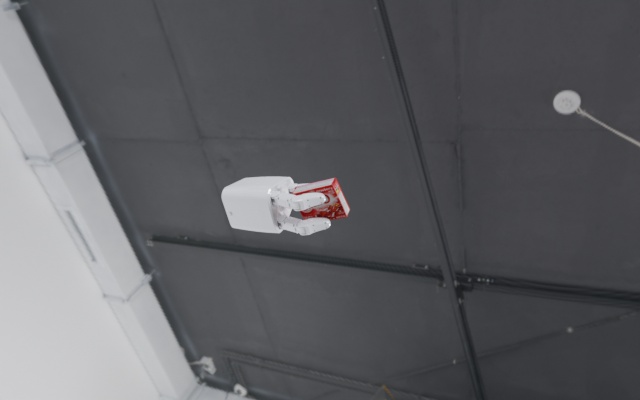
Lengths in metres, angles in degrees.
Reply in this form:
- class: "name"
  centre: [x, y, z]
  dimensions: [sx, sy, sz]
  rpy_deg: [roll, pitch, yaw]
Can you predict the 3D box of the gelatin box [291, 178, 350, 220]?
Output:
- class: "gelatin box"
  centre: [0.001, 0.003, 0.886]
  dimensions: [0.089, 0.073, 0.030]
  rpy_deg: [-12, 28, 26]
